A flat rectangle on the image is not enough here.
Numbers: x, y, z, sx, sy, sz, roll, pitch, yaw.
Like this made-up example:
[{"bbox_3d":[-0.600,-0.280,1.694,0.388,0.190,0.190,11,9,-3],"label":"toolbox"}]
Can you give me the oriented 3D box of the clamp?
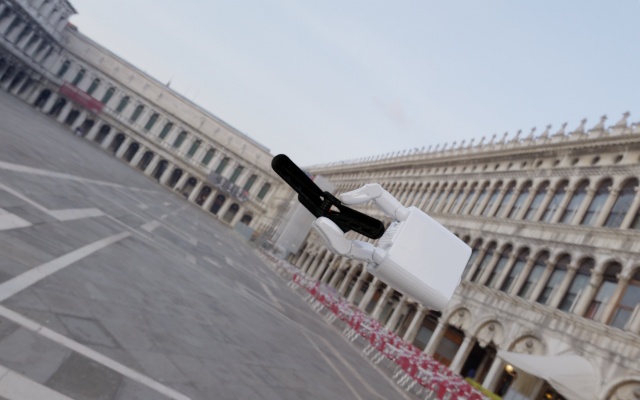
[{"bbox_3d":[0.001,0.002,0.673,0.164,0.036,0.210,37,-8,-2],"label":"clamp"}]
